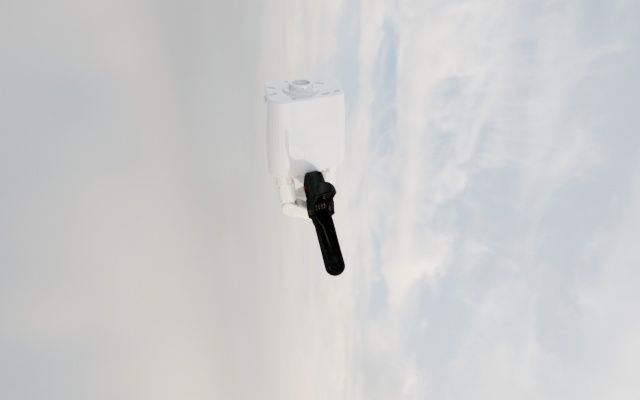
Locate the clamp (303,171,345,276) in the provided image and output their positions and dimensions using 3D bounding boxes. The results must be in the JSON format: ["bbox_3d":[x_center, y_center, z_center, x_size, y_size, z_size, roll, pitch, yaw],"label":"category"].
[{"bbox_3d":[0.001,0.002,0.616,0.039,0.120,0.171,-6,32,-11],"label":"clamp"}]
